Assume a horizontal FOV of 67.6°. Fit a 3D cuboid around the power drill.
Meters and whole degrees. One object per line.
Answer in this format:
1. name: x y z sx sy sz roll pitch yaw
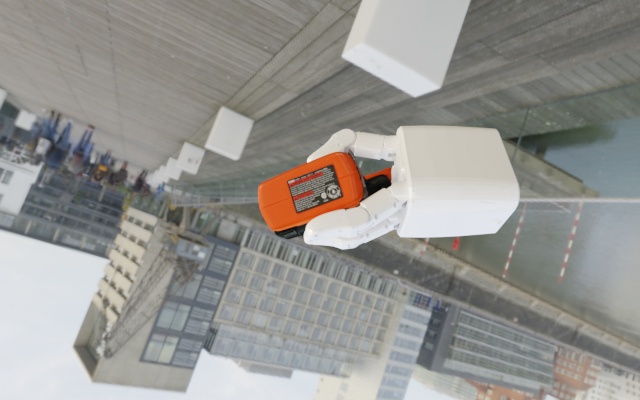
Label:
1. power drill: 0.000 0.002 0.552 0.184 0.057 0.187 -23 -9 15
